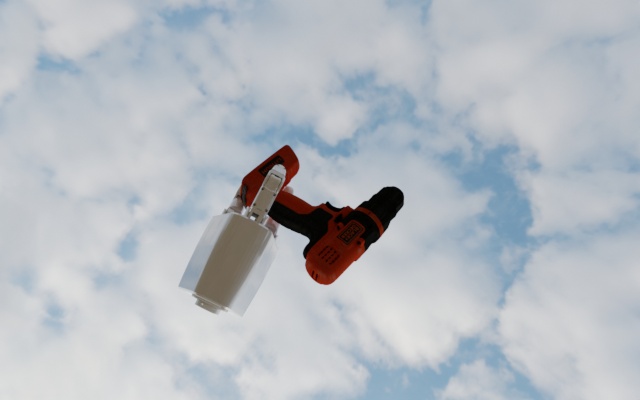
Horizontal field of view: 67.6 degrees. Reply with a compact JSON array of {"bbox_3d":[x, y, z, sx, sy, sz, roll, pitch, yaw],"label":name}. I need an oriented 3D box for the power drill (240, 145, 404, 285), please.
[{"bbox_3d":[0.000,0.002,0.650,0.187,0.057,0.184,35,55,20],"label":"power drill"}]
